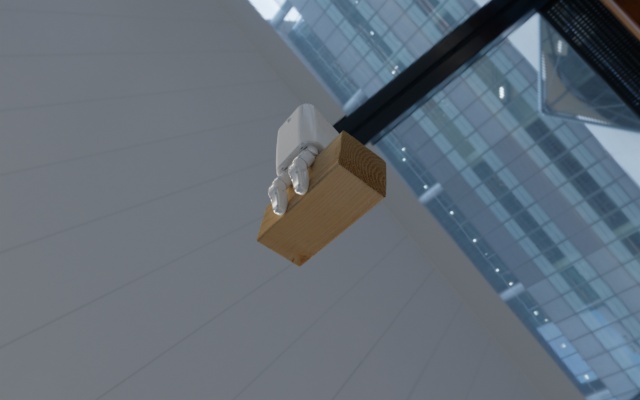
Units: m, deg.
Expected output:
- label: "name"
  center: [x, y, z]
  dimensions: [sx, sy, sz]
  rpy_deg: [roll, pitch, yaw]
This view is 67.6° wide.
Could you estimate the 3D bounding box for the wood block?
- label: "wood block"
  center: [0.000, 0.002, 0.750]
  dimensions: [0.091, 0.090, 0.206]
  rpy_deg: [33, -53, -20]
